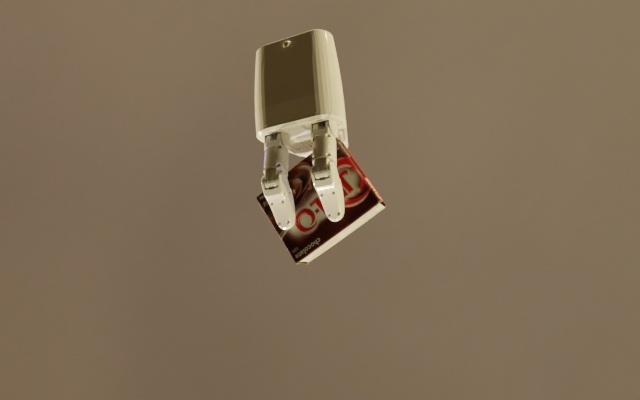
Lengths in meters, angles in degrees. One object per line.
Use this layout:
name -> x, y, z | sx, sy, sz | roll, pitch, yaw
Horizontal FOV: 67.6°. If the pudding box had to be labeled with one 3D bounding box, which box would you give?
pudding box -> 0.000, 0.002, 0.515 | 0.113, 0.090, 0.039 | -38, -21, 12
